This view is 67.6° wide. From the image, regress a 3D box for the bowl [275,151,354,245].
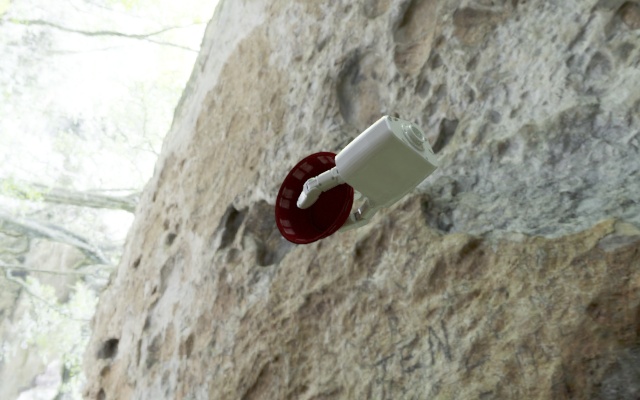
[{"bbox_3d":[-0.001,0.003,0.793,0.162,0.162,0.055,0,-20,41],"label":"bowl"}]
